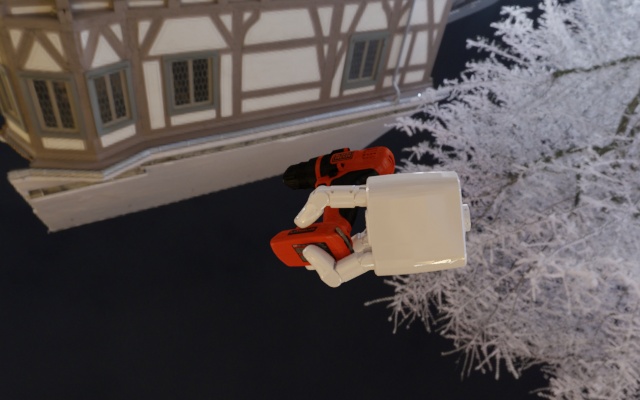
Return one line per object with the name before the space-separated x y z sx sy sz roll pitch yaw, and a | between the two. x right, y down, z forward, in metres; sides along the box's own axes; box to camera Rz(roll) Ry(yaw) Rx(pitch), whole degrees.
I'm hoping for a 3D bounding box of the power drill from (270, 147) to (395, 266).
power drill | 0.000 0.003 0.665 0.184 0.187 0.057 -9 -48 33
